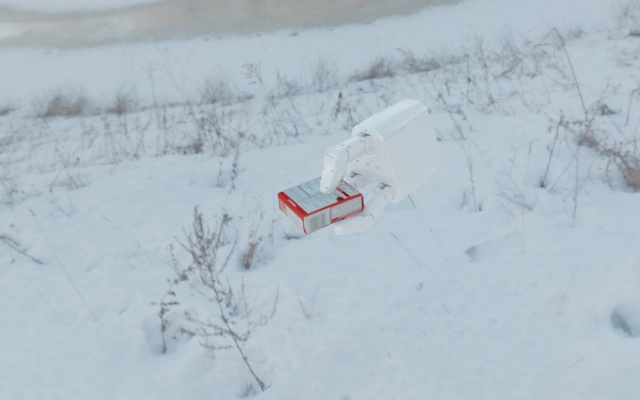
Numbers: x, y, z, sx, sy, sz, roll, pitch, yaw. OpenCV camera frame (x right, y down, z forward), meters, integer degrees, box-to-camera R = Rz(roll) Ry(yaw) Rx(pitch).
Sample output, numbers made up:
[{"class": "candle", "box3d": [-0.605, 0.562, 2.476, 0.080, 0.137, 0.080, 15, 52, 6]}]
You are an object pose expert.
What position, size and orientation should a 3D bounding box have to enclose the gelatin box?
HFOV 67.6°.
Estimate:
[{"class": "gelatin box", "box3d": [0.000, 0.002, 0.615, 0.089, 0.030, 0.073, -21, 35, -23]}]
